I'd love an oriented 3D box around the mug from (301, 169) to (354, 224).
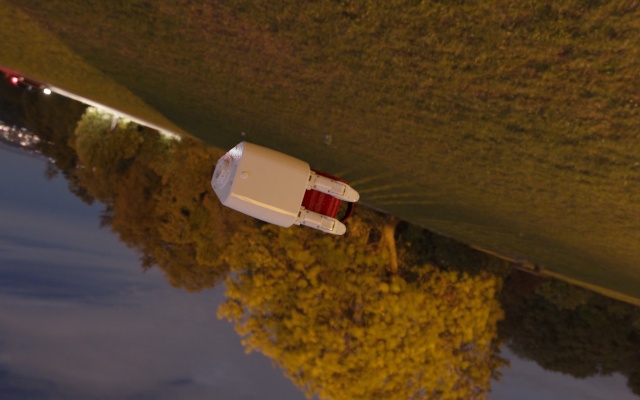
[{"bbox_3d":[0.001,0.003,0.769,0.117,0.081,0.093,20,-5,-27],"label":"mug"}]
